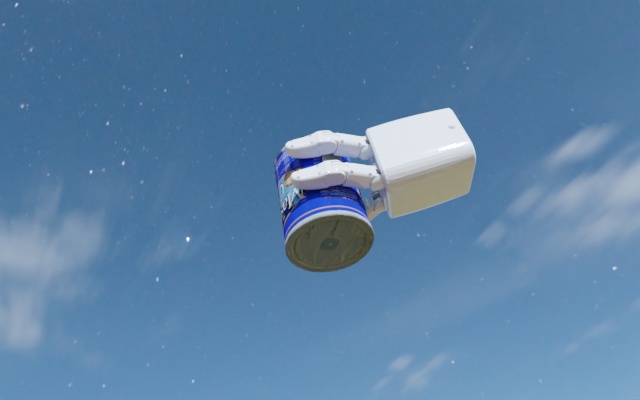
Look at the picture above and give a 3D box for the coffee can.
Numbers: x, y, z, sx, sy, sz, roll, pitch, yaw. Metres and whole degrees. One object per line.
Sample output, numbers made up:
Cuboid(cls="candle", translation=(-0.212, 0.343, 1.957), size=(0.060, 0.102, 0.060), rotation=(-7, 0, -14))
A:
Cuboid(cls="coffee can", translation=(0.000, 0.002, 0.588), size=(0.103, 0.140, 0.103), rotation=(-7, -44, -6))
